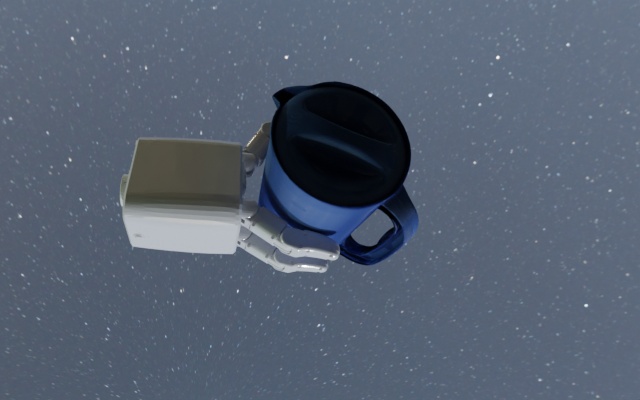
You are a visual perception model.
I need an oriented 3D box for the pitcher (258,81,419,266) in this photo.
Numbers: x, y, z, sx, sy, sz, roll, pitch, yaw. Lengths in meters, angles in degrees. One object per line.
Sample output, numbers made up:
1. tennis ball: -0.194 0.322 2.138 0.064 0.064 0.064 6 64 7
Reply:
1. pitcher: 0.000 0.002 0.528 0.145 0.149 0.243 4 -26 -13
